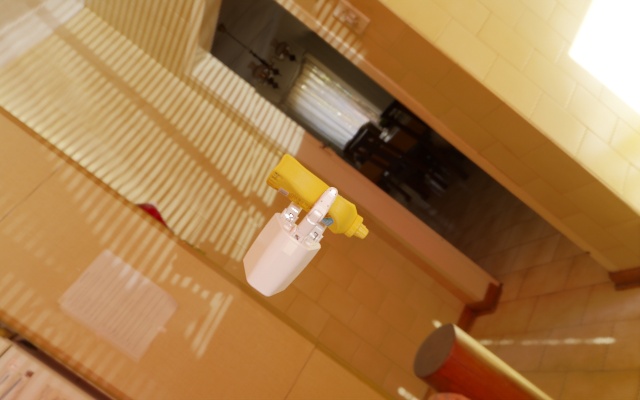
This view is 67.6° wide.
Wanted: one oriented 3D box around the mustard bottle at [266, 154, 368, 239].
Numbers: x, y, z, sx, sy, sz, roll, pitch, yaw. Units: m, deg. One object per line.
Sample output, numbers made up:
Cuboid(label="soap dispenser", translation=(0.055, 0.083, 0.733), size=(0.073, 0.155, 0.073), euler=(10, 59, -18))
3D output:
Cuboid(label="mustard bottle", translation=(0.000, 0.002, 0.807), size=(0.191, 0.058, 0.096), euler=(37, -17, -5))
